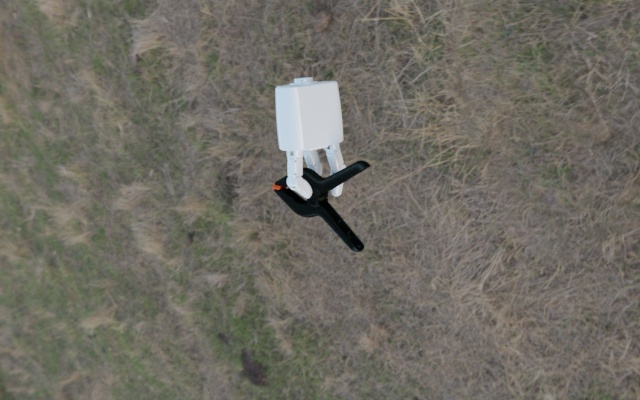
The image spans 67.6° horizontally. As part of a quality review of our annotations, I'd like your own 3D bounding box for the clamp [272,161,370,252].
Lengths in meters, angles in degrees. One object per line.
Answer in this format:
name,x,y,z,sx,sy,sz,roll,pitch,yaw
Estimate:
clamp,-0.001,0.003,0.870,0.210,0.164,0.036,8,18,36
